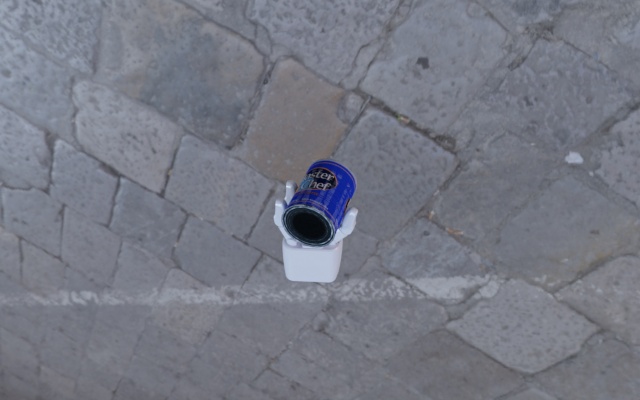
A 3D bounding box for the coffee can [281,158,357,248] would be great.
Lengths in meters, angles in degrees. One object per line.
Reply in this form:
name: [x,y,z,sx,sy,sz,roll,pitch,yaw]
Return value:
coffee can: [0.000,0.003,0.891,0.103,0.103,0.140,0,39,25]
